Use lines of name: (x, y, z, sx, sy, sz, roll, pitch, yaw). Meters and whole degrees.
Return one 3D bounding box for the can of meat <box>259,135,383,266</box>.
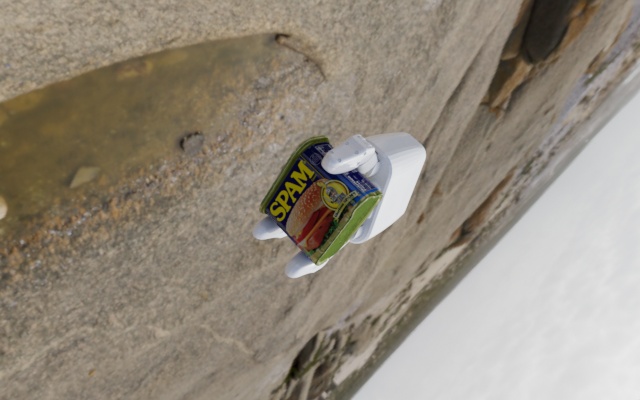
can of meat: (0.000, 0.002, 0.473, 0.084, 0.102, 0.057, 45, 30, 16)
